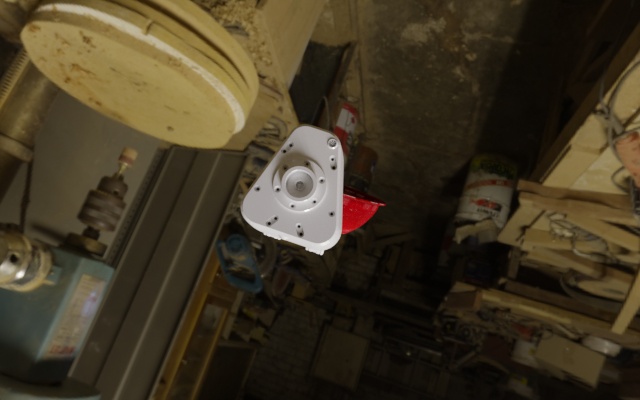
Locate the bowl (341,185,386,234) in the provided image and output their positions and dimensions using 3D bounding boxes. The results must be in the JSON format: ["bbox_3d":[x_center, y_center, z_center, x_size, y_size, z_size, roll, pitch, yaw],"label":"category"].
[{"bbox_3d":[0.000,0.002,0.626,0.162,0.055,0.162,18,6,-2],"label":"bowl"}]
